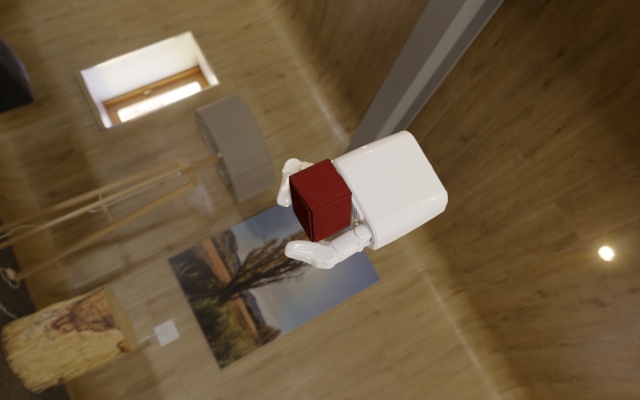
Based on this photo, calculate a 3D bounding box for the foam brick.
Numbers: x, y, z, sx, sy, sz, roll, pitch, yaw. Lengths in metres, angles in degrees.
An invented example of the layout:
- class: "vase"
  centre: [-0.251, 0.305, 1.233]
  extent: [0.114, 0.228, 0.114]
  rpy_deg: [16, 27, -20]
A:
- class: "foam brick"
  centre: [0.000, 0.002, 0.533]
  extent: [0.051, 0.053, 0.078]
  rpy_deg: [-25, -28, -13]
